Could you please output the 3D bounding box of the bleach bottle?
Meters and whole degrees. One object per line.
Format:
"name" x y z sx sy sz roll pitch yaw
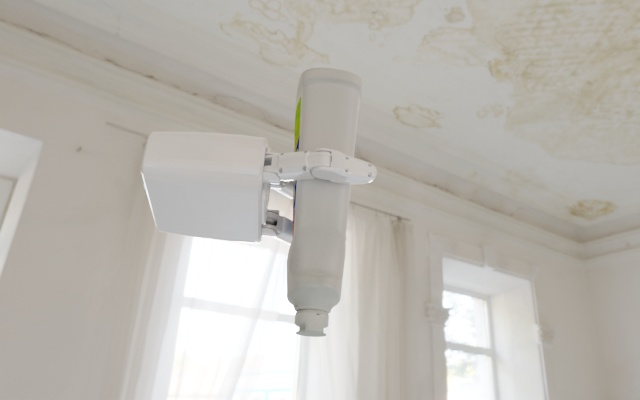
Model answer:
"bleach bottle" 0.000 0.002 0.467 0.068 0.250 0.103 6 -24 -4
